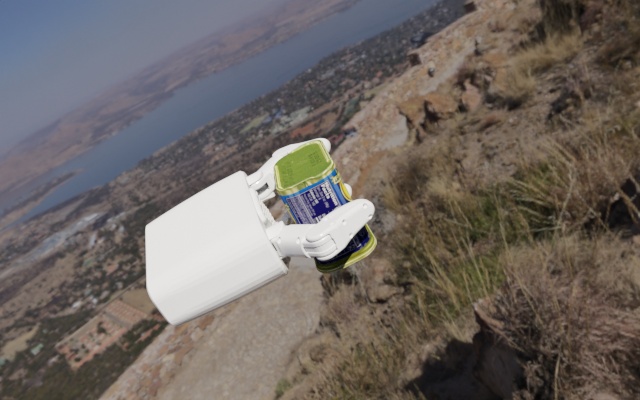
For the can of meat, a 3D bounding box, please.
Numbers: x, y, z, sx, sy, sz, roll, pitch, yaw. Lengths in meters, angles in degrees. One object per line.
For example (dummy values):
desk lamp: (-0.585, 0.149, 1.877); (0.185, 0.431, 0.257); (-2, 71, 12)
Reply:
can of meat: (0.000, 0.001, 0.425); (0.057, 0.084, 0.102); (-27, 22, 2)
